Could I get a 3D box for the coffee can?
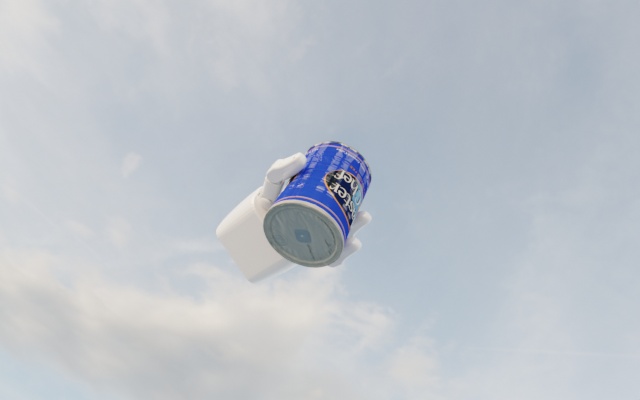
[{"bbox_3d":[0.000,0.002,0.621,0.103,0.103,0.140,0,37,24],"label":"coffee can"}]
